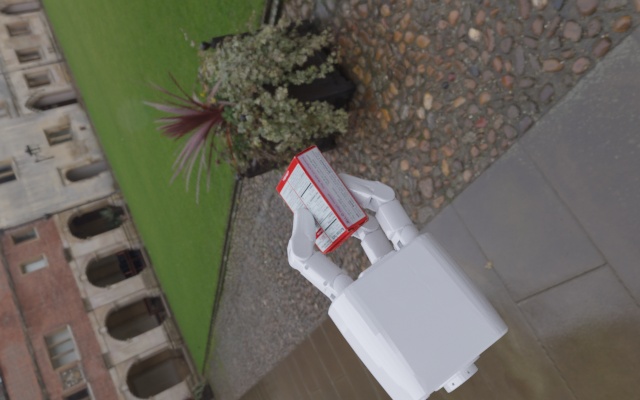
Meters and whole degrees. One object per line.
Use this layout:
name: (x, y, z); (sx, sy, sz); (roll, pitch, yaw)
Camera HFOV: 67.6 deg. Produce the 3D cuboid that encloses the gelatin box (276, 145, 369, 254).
gelatin box: (0.000, 0.001, 0.467); (0.030, 0.089, 0.073); (-32, -9, -28)
